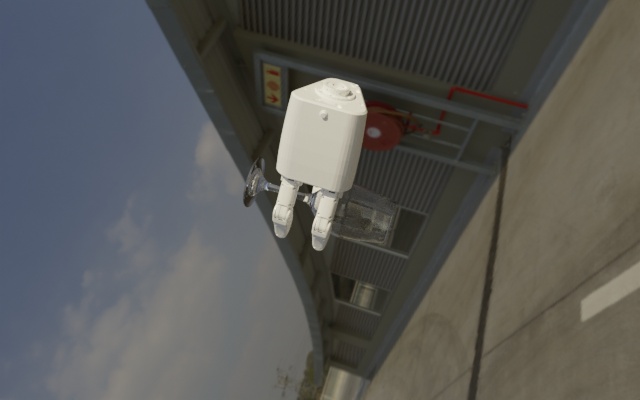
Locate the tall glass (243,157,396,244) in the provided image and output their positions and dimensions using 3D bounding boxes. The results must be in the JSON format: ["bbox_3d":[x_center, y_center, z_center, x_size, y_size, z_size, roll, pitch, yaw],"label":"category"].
[{"bbox_3d":[-0.001,0.002,0.663,0.201,0.079,0.079,17,2,7],"label":"tall glass"}]
